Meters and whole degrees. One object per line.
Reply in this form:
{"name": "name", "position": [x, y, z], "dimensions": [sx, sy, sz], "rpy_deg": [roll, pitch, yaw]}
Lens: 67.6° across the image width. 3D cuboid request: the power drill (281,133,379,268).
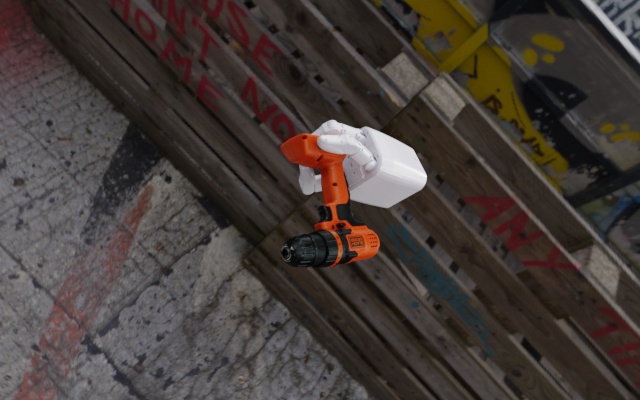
{"name": "power drill", "position": [0.000, 0.002, 0.680], "dimensions": [0.057, 0.187, 0.184], "rpy_deg": [-22, -14, 38]}
